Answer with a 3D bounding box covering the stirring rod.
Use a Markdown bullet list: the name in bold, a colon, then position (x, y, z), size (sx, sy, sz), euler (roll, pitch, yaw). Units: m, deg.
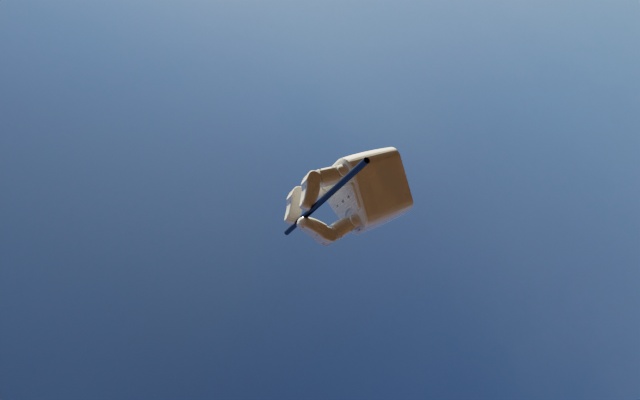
- **stirring rod**: position (0.000, 0.002, 0.631), size (0.011, 0.011, 0.240), euler (0, -23, -28)
